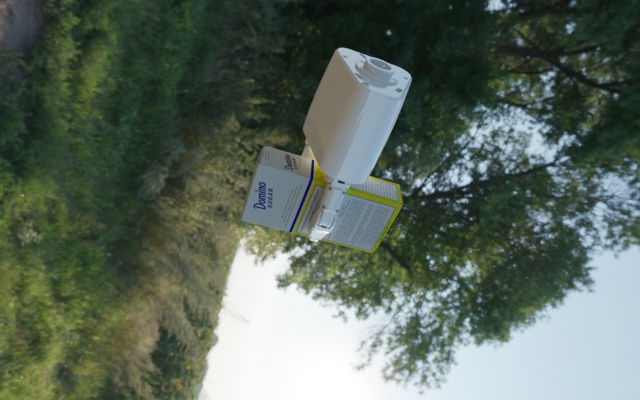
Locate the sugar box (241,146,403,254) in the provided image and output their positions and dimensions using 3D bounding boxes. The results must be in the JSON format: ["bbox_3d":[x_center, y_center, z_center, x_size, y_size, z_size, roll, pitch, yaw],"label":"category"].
[{"bbox_3d":[0.000,0.001,0.582,0.176,0.093,0.048,18,37,-9],"label":"sugar box"}]
